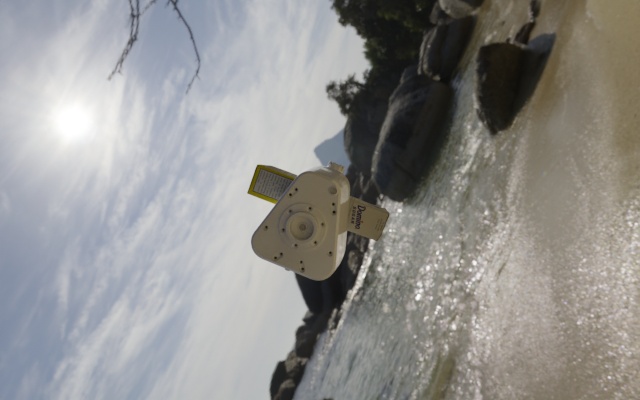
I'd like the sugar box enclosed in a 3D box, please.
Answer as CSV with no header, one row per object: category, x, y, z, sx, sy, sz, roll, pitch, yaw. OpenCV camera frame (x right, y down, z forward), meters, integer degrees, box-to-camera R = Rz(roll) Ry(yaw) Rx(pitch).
sugar box,0.000,0.003,0.632,0.176,0.048,0.093,23,4,4
